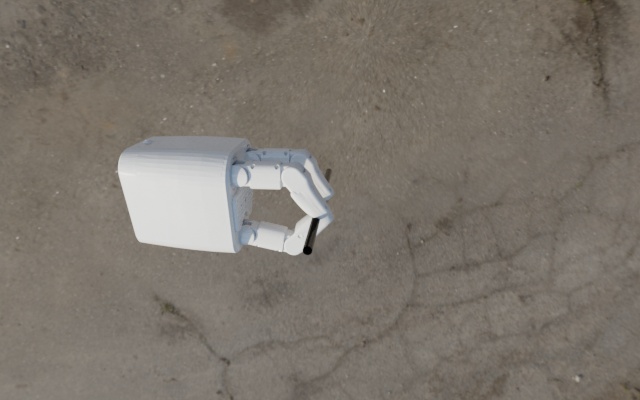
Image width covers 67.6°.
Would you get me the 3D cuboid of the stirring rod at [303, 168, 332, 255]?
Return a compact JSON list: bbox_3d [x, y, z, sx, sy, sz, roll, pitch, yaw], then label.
[{"bbox_3d":[0.000,0.002,0.498,0.011,0.011,0.239,0,19,5],"label":"stirring rod"}]
